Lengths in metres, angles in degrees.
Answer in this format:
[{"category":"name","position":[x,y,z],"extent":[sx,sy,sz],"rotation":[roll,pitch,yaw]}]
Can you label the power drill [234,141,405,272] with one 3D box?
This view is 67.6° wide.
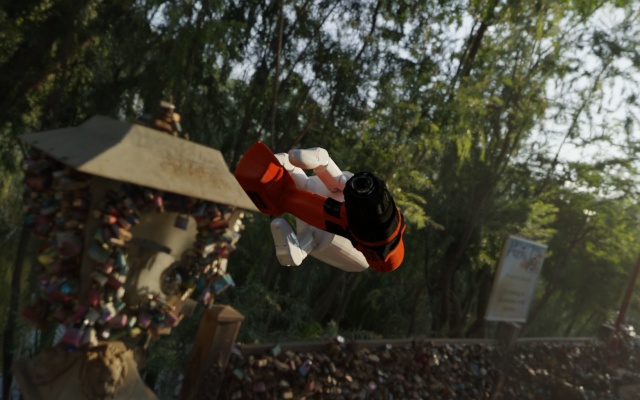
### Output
[{"category":"power drill","position":[0.000,0.002,0.514],"extent":[0.187,0.057,0.184],"rotation":[26,-20,25]}]
